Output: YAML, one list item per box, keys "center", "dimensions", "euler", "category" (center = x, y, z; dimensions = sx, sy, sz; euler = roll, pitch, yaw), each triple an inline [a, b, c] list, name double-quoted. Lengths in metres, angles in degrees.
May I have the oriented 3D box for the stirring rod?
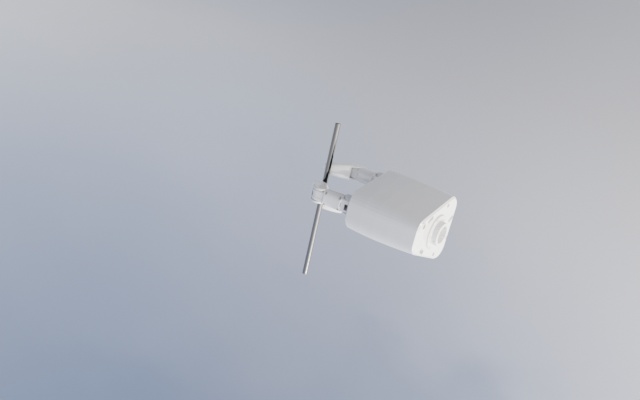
- center: [0.000, 0.002, 0.717]
  dimensions: [0.011, 0.239, 0.011]
  euler: [11, 17, -4]
  category: "stirring rod"
